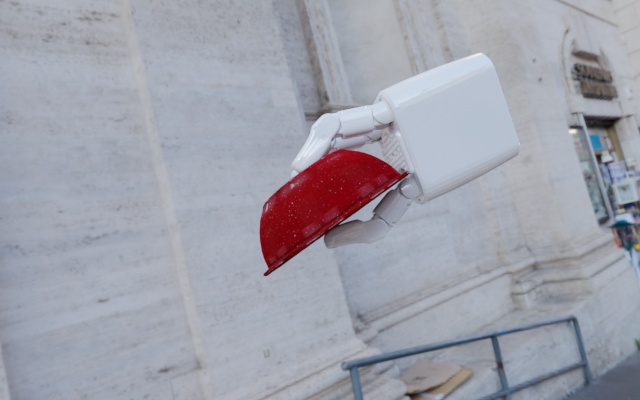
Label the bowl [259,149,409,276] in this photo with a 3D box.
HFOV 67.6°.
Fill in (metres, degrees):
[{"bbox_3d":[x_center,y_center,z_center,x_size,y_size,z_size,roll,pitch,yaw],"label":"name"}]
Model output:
[{"bbox_3d":[-0.001,0.002,0.439,0.162,0.055,0.162,-36,-4,-3],"label":"bowl"}]
